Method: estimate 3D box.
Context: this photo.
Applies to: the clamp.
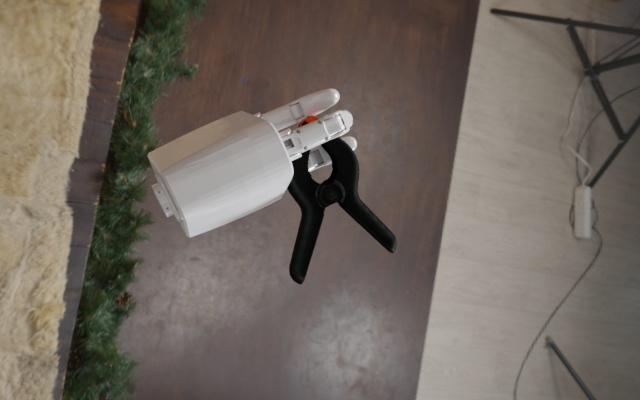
[{"bbox_3d":[0.000,0.001,0.496,0.120,0.171,0.039,-27,10,-17],"label":"clamp"}]
